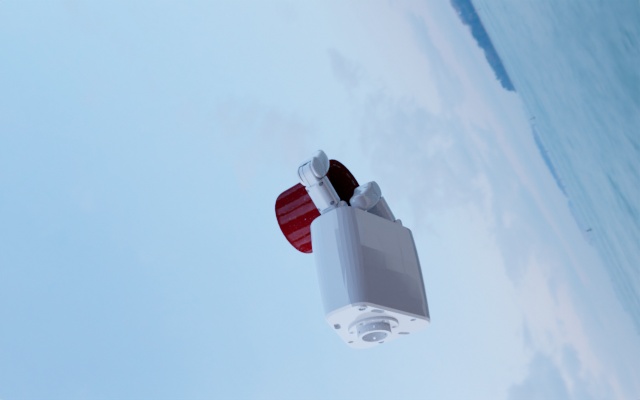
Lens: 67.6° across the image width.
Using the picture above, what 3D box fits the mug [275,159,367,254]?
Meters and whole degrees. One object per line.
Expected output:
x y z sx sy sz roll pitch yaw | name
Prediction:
0.000 0.001 0.564 0.081 0.117 0.093 -28 -43 24 | mug
